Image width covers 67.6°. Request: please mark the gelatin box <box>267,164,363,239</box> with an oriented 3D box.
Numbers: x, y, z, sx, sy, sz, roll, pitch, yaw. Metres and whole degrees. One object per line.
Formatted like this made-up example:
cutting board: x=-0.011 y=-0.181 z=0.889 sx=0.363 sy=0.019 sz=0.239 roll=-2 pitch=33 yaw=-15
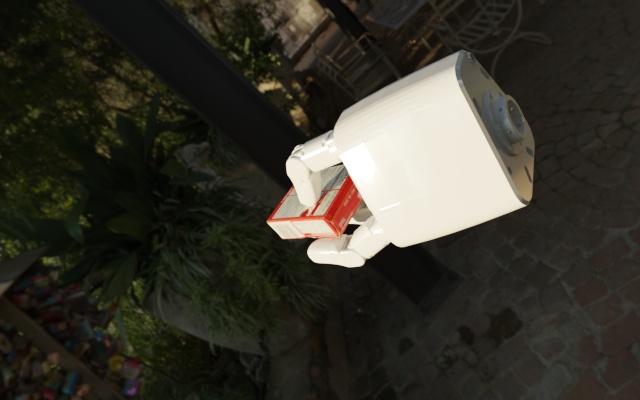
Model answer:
gelatin box: x=0.000 y=0.001 z=0.465 sx=0.089 sy=0.073 sz=0.030 roll=-6 pitch=-48 yaw=48
